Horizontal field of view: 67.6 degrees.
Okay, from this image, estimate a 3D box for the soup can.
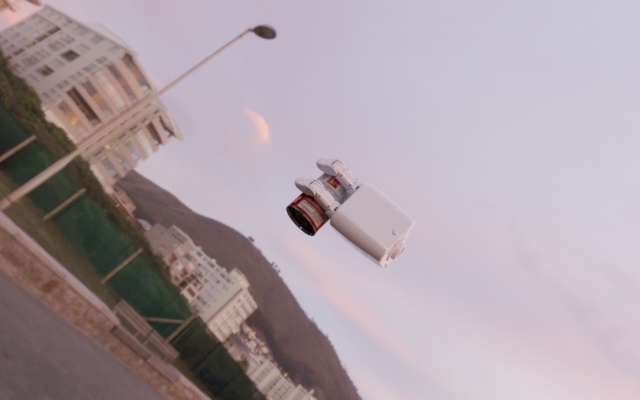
[{"bbox_3d":[0.000,0.002,0.821,0.102,0.068,0.068,-43,19,-22],"label":"soup can"}]
